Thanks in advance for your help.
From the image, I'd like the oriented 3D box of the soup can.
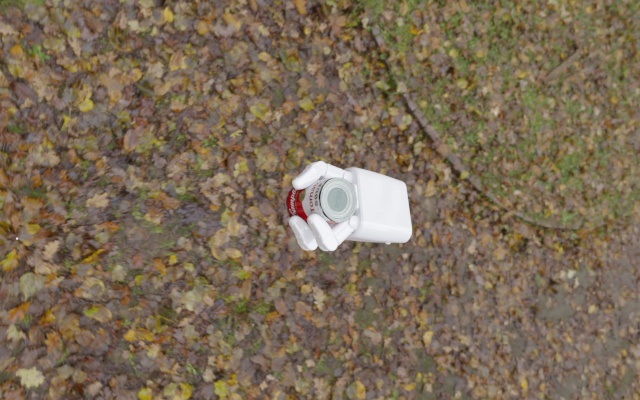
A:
[{"bbox_3d":[0.000,0.002,0.727,0.068,0.068,0.102,0,-4,-32],"label":"soup can"}]
